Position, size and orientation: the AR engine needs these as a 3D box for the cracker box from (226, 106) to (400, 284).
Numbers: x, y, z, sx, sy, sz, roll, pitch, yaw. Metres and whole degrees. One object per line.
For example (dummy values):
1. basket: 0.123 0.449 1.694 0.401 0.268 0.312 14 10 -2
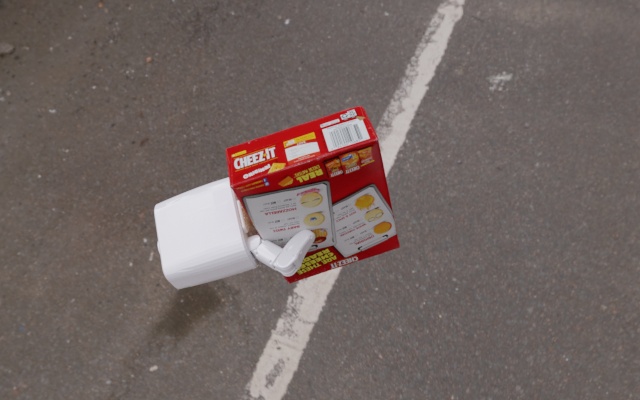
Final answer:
1. cracker box: 0.000 0.002 0.591 0.164 0.072 0.214 -18 -40 3
